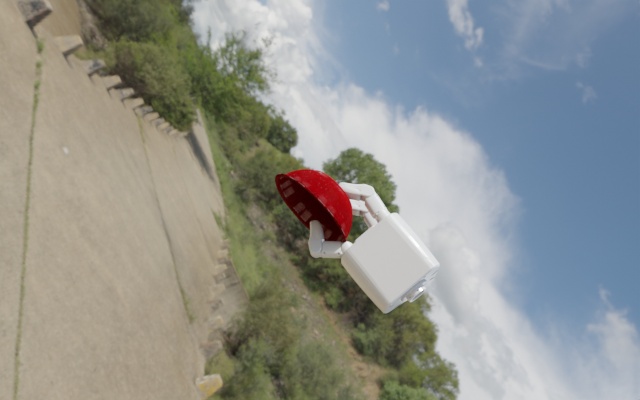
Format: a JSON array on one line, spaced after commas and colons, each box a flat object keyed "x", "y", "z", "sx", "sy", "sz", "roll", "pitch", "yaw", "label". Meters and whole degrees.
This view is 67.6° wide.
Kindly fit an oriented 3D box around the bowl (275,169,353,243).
[{"x": -0.001, "y": 0.001, "z": 0.782, "sx": 0.055, "sy": 0.162, "sz": 0.162, "roll": -44, "pitch": 17, "yaw": -18, "label": "bowl"}]
